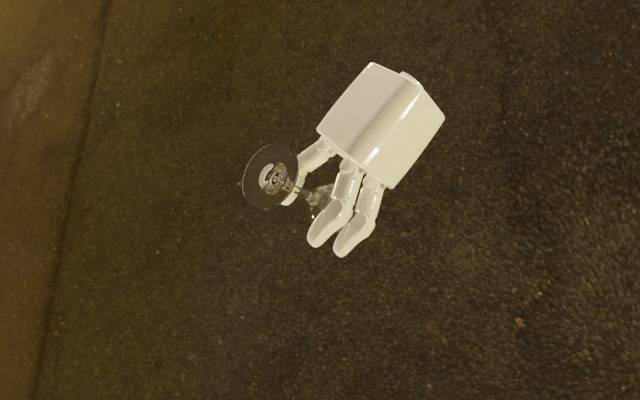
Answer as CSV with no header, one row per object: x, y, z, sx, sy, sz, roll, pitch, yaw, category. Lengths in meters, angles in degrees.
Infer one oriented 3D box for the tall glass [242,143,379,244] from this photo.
0.000,0.002,0.577,0.079,0.079,0.201,0,-17,34,tall glass
